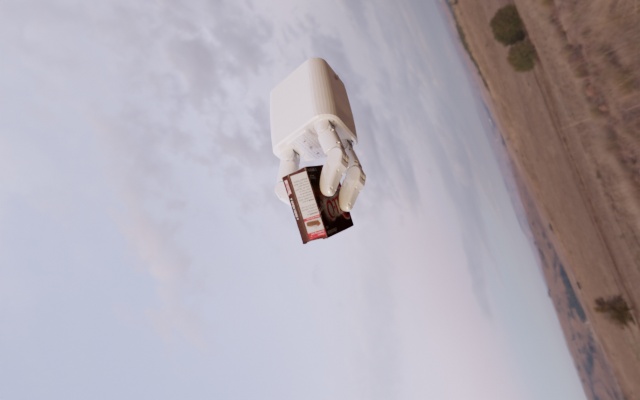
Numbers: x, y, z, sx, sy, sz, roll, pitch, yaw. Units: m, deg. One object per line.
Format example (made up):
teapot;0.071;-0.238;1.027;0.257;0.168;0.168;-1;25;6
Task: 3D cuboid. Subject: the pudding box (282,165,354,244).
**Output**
pudding box;0.000;0.002;0.615;0.039;0.090;0.113;-19;-1;23
